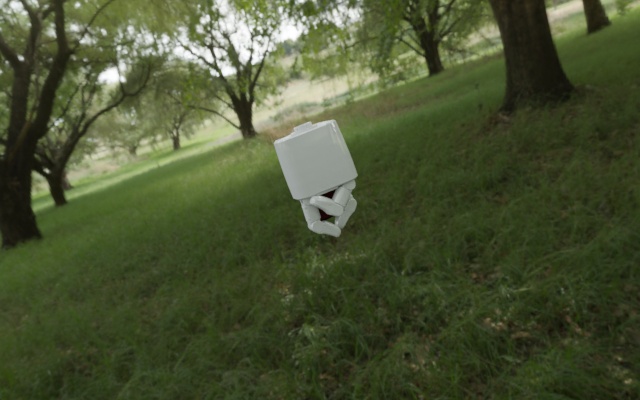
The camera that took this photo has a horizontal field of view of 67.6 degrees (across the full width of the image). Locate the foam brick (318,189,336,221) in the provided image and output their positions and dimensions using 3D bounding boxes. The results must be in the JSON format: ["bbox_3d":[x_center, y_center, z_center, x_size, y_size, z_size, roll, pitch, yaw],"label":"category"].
[{"bbox_3d":[0.000,0.003,0.883,0.053,0.051,0.078,-27,13,-17],"label":"foam brick"}]
